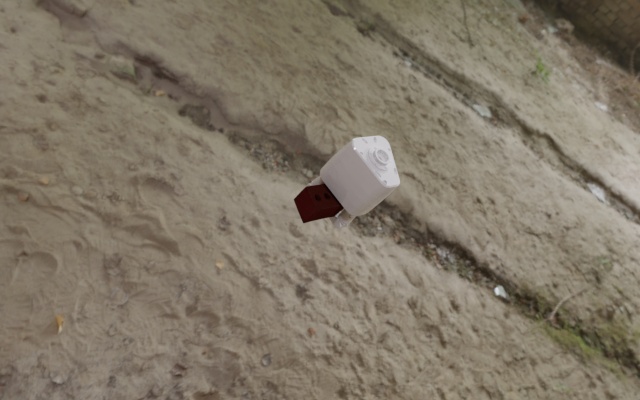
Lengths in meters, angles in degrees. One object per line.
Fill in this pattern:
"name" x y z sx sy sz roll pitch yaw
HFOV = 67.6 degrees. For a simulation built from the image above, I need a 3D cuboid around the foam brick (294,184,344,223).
"foam brick" 0.000 0.003 0.890 0.078 0.053 0.051 -12 -21 -39
